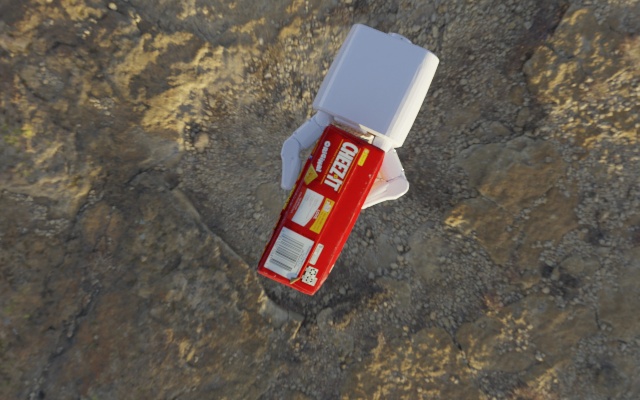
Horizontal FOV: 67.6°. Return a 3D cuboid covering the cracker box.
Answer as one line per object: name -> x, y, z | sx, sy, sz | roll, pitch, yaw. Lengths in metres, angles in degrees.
cracker box -> 0.000, 0.002, 0.568 | 0.072, 0.164, 0.213 | 26, 4, -3
